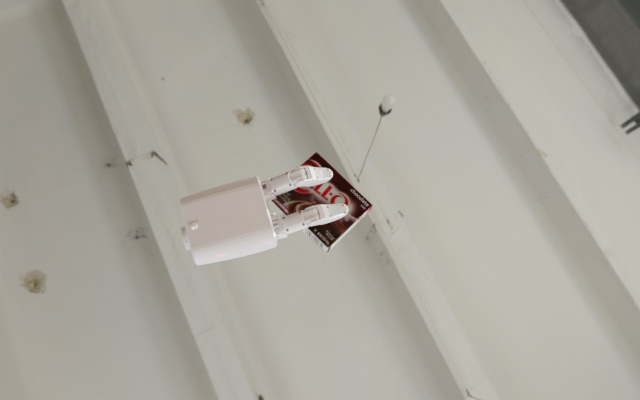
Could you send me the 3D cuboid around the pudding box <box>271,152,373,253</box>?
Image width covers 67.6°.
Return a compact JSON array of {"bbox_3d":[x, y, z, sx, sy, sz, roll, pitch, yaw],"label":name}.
[{"bbox_3d":[0.000,0.002,0.660,0.090,0.113,0.039,-43,-8,-19],"label":"pudding box"}]
